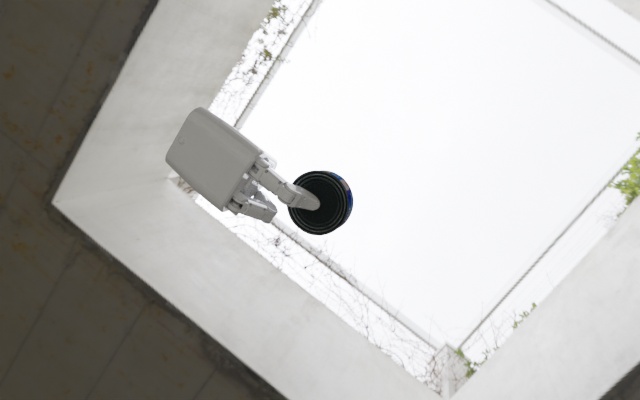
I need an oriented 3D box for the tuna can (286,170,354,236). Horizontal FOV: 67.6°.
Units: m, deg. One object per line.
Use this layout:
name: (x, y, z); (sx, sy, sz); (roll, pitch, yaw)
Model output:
tuna can: (0.000, 0.002, 0.636); (0.086, 0.086, 0.034); (0, 5, 18)
